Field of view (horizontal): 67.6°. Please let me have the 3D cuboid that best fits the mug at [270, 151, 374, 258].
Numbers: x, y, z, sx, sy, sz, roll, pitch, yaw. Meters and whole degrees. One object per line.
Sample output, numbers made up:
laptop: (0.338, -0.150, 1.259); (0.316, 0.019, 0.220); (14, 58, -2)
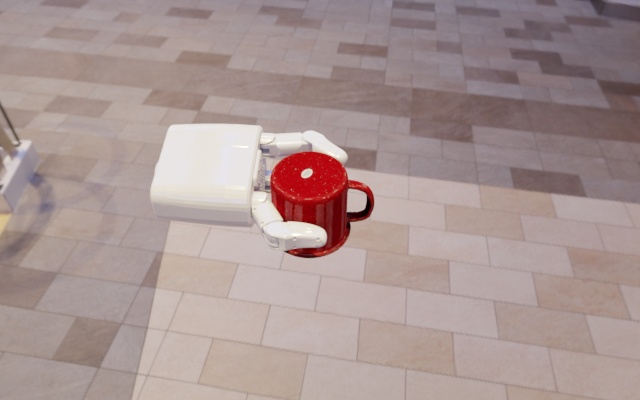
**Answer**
mug: (0.002, 0.002, 0.517); (0.117, 0.082, 0.093); (1, 44, 1)
